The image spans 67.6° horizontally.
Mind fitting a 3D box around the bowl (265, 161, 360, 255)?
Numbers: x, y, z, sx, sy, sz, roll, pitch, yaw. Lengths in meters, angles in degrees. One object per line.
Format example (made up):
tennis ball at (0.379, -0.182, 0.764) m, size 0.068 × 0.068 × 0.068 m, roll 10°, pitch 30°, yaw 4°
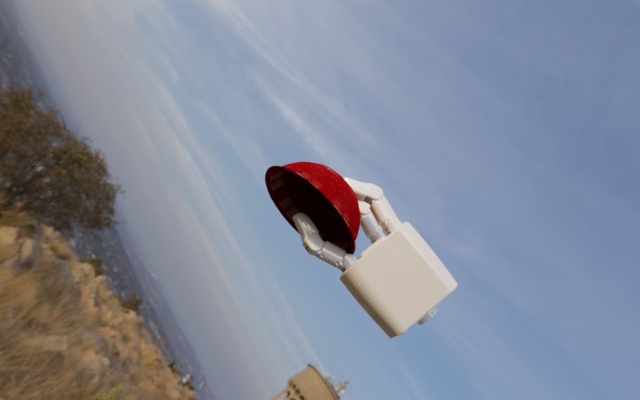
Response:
bowl at (0.000, 0.001, 0.648) m, size 0.055 × 0.162 × 0.162 m, roll -45°, pitch 22°, yaw -24°
